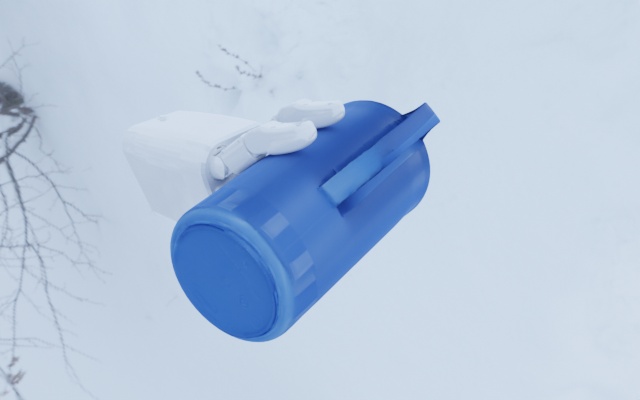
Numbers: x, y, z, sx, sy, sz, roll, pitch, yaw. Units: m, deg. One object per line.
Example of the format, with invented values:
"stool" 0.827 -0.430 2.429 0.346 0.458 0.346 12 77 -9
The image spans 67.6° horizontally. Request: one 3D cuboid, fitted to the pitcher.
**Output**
"pitcher" 0.000 0.001 0.407 0.145 0.149 0.242 15 32 26
